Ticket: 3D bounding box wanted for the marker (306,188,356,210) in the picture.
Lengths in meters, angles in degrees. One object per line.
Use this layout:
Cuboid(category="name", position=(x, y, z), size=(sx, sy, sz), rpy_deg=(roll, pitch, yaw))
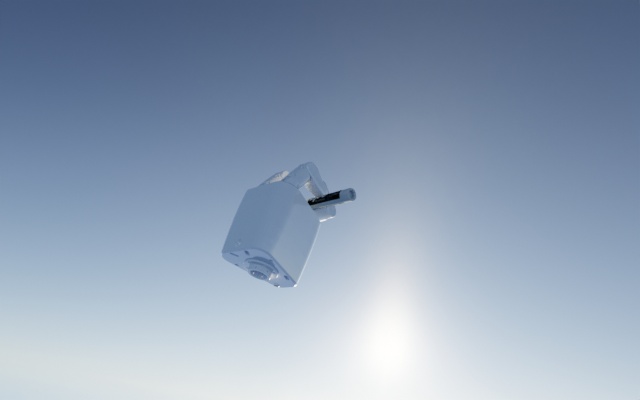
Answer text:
Cuboid(category="marker", position=(0.000, 0.002, 0.696), size=(0.121, 0.020, 0.020), rpy_deg=(-14, -9, 42))
